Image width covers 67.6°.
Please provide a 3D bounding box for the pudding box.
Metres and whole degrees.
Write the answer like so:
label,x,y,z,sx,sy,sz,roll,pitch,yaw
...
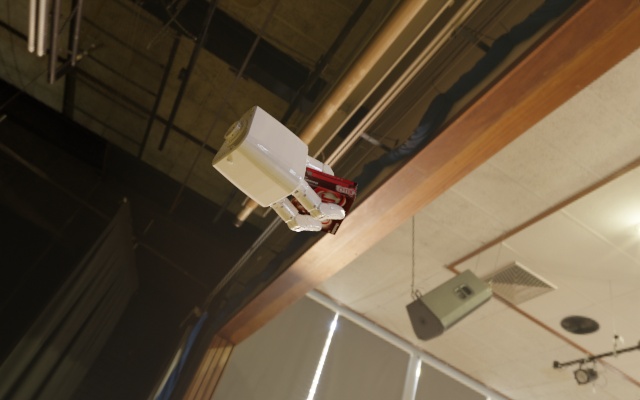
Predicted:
label,x,y,z,sx,sy,sz,roll,pitch,yaw
pudding box,0.000,0.002,0.769,0.090,0.039,0.114,18,-36,-4
